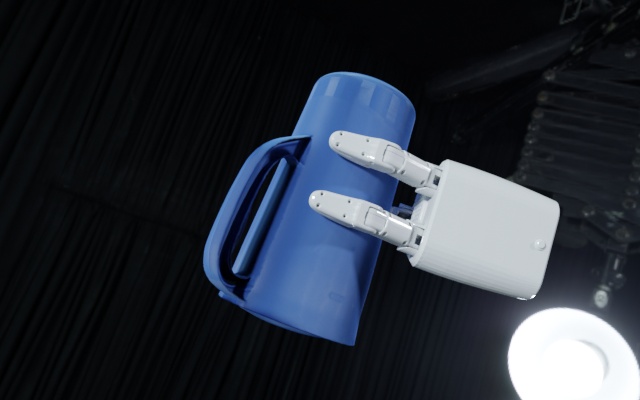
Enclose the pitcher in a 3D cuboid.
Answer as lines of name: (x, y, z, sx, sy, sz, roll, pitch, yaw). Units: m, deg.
pitcher: (0.000, 0.002, 0.456, 0.145, 0.242, 0.149, 19, -11, 3)
